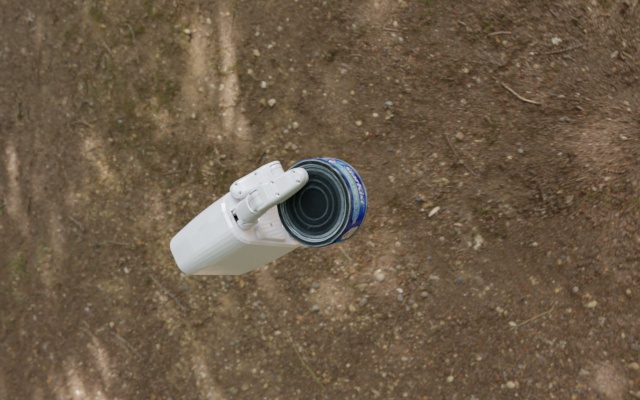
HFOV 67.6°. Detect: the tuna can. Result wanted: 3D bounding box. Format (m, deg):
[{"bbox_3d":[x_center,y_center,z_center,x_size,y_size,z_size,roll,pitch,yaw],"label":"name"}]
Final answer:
[{"bbox_3d":[0.000,0.002,0.460,0.086,0.086,0.034,0,4,31],"label":"tuna can"}]
